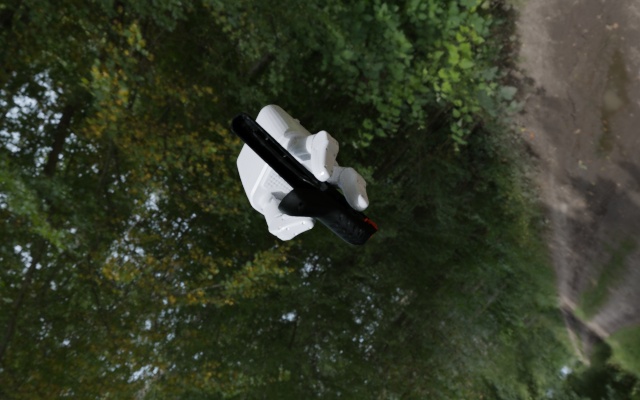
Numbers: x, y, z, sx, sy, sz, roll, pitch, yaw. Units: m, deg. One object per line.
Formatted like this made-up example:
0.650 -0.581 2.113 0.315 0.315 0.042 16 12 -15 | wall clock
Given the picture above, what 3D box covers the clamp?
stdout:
0.000 0.002 0.508 0.210 0.036 0.164 38 13 -36 | clamp
